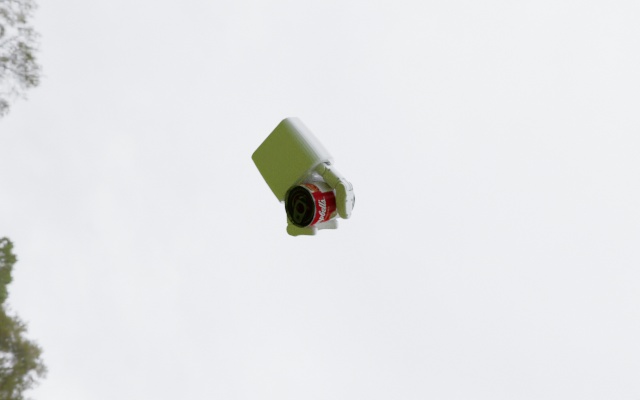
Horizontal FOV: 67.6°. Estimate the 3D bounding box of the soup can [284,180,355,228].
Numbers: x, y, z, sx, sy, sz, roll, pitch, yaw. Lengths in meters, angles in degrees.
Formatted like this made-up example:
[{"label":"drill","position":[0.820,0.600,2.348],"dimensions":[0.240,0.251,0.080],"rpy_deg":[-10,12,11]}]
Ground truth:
[{"label":"soup can","position":[0.001,0.003,0.781],"dimensions":[0.068,0.068,0.102],"rpy_deg":[0,8,42]}]
